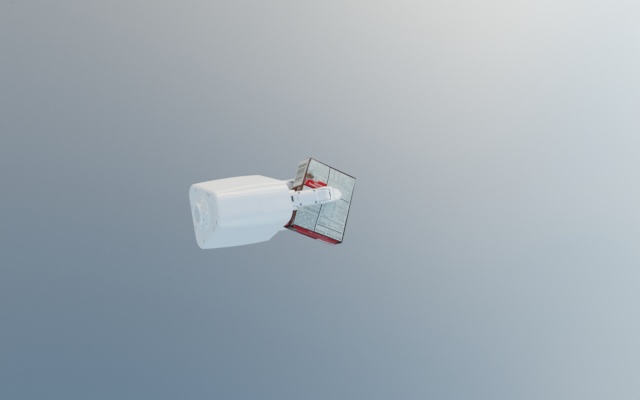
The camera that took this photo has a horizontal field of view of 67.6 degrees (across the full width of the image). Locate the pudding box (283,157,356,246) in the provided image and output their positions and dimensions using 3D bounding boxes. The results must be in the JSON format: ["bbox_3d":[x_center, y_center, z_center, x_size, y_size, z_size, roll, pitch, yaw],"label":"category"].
[{"bbox_3d":[0.000,0.002,0.731,0.090,0.113,0.039,23,-19,-26],"label":"pudding box"}]
